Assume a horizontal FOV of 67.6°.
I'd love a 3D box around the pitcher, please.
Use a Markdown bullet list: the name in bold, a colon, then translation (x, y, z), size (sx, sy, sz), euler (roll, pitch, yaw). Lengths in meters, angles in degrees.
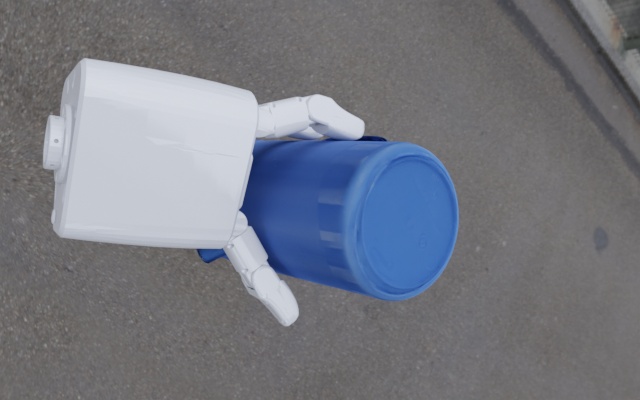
- **pitcher**: translation (0.000, 0.001, 0.418), size (0.145, 0.149, 0.243), euler (9, -2, -34)
